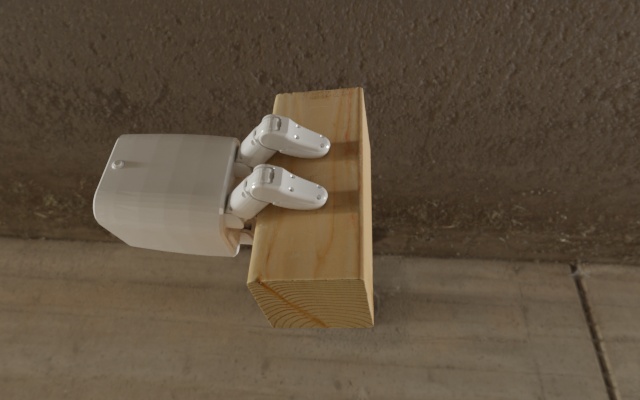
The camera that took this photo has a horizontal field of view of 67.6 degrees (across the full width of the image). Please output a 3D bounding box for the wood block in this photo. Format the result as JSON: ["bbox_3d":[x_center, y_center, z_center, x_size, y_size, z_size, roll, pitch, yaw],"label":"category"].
[{"bbox_3d":[0.000,0.002,0.437,0.090,0.206,0.091,-3,-37,9],"label":"wood block"}]
